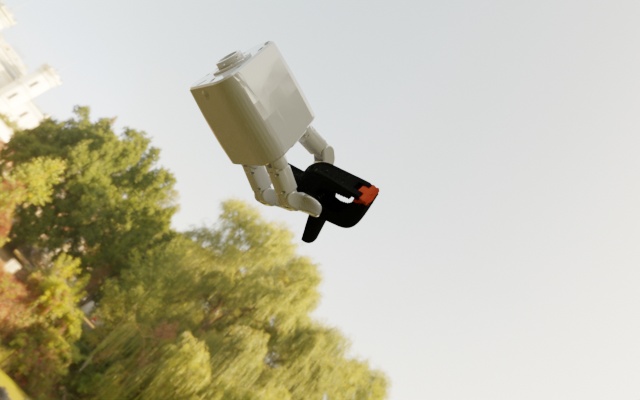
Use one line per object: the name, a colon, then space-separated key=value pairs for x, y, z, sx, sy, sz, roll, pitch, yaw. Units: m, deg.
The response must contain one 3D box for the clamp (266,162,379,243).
clamp: x=0.001 y=0.001 z=0.624 sx=0.210 sy=0.165 sz=0.036 roll=8 pitch=45 yaw=50
